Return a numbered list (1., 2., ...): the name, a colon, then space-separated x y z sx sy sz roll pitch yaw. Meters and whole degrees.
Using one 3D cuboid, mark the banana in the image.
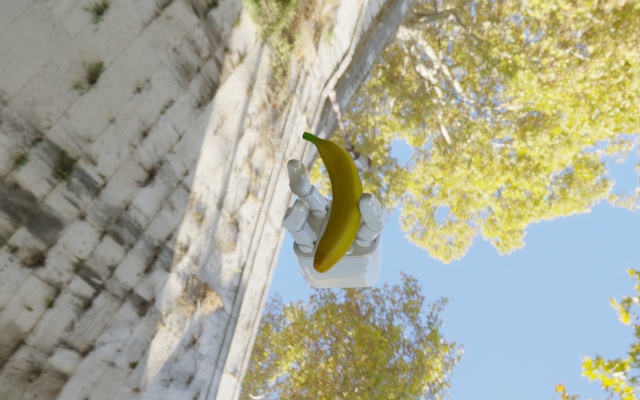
1. banana: 0.018 -0.002 0.581 0.069 0.197 0.037 -5 -33 -2
